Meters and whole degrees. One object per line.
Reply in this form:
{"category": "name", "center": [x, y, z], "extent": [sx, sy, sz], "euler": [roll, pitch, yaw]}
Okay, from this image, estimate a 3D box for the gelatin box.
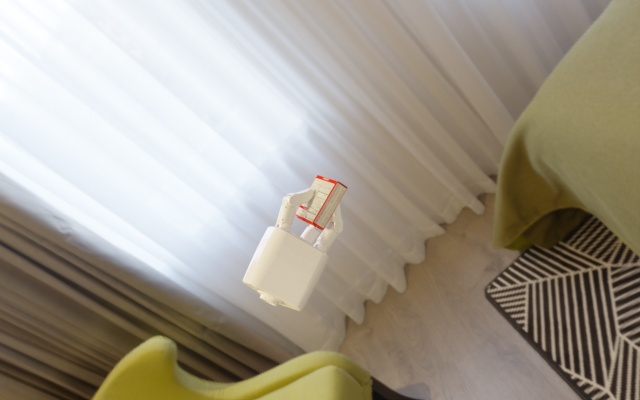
{"category": "gelatin box", "center": [0.000, 0.002, 0.853], "extent": [0.030, 0.089, 0.073], "euler": [32, -5, -30]}
